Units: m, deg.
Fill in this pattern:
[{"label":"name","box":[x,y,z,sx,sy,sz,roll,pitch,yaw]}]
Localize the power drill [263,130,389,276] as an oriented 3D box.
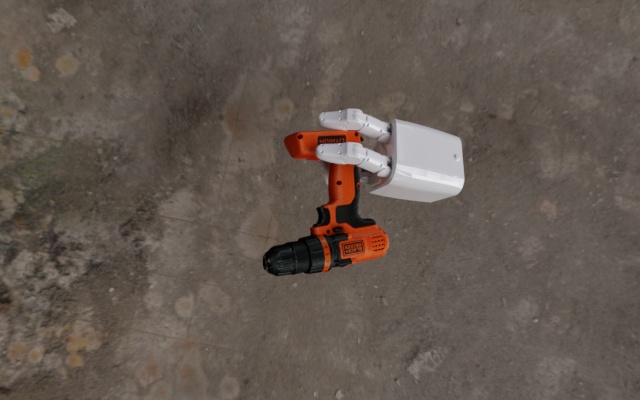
[{"label":"power drill","box":[0.000,0.002,0.646,0.184,0.187,0.057,-7,1,-29]}]
